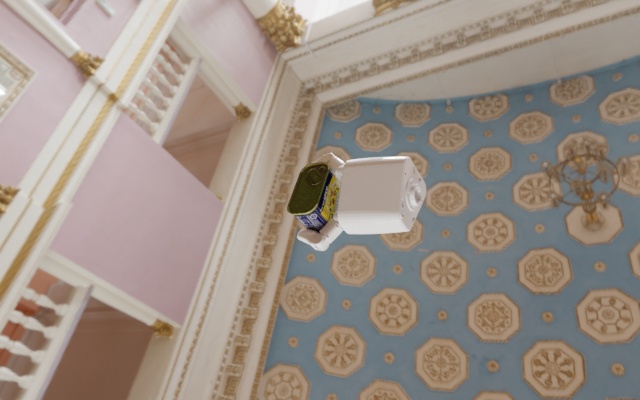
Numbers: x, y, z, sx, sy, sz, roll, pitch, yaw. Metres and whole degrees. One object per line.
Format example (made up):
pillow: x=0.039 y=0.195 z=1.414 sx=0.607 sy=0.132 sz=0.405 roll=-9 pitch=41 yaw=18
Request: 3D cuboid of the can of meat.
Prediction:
can of meat: x=0.000 y=0.003 z=0.787 sx=0.057 sy=0.102 sz=0.084 roll=-5 pitch=-37 yaw=34
